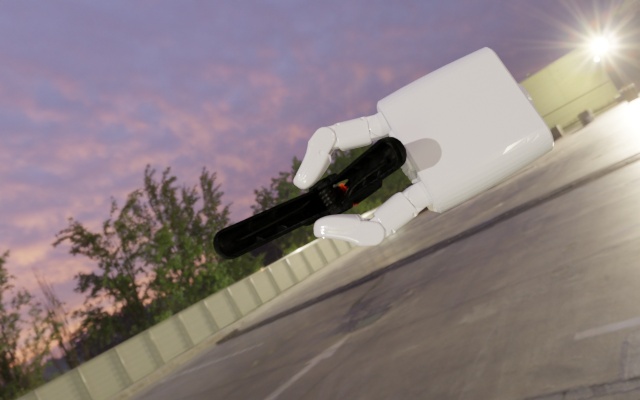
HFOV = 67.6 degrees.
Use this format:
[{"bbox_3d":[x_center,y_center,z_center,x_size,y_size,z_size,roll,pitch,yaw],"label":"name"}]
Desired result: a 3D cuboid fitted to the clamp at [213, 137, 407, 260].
[{"bbox_3d":[0.000,0.001,0.441,0.164,0.036,0.210,-27,-4,6],"label":"clamp"}]
